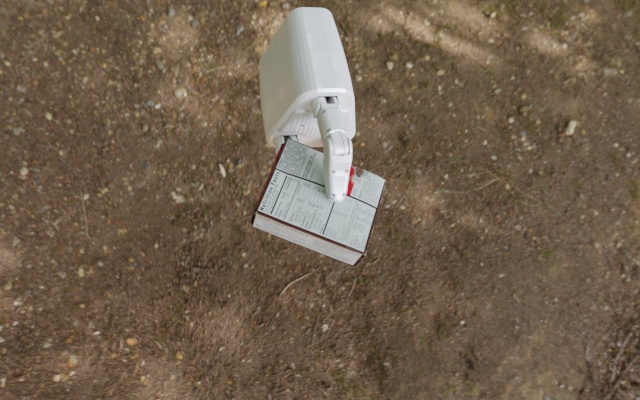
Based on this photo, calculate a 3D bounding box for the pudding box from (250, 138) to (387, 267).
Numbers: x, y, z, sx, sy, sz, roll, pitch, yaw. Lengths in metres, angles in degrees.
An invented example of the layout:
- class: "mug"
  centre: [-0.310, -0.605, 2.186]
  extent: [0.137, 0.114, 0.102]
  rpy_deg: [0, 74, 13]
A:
- class: "pudding box"
  centre: [0.000, 0.001, 0.465]
  extent: [0.113, 0.090, 0.039]
  rpy_deg: [21, -27, -2]
